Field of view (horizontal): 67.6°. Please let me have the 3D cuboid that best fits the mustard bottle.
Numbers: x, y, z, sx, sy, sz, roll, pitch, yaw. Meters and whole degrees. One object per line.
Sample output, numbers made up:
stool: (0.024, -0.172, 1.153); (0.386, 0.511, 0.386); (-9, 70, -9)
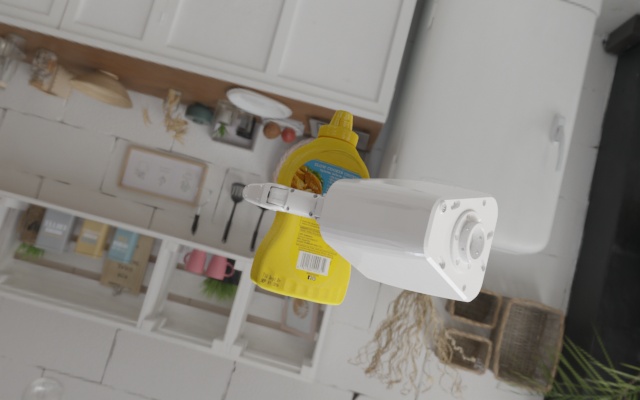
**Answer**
mustard bottle: (0.000, 0.002, 0.481); (0.096, 0.191, 0.058); (17, -6, -20)
